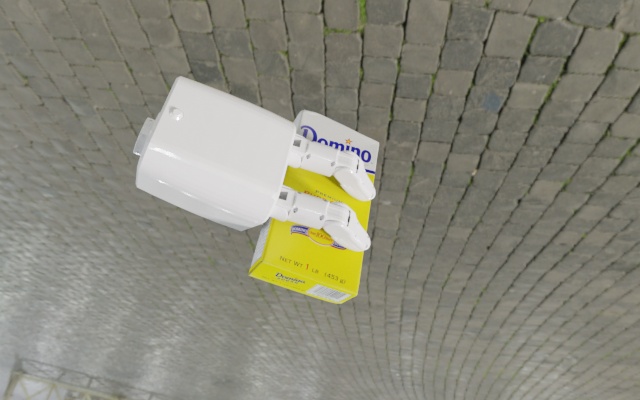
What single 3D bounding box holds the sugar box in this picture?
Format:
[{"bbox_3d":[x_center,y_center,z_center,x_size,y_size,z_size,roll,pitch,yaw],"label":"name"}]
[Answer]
[{"bbox_3d":[0.000,0.001,0.460,0.093,0.176,0.048,22,-31,-17],"label":"sugar box"}]
